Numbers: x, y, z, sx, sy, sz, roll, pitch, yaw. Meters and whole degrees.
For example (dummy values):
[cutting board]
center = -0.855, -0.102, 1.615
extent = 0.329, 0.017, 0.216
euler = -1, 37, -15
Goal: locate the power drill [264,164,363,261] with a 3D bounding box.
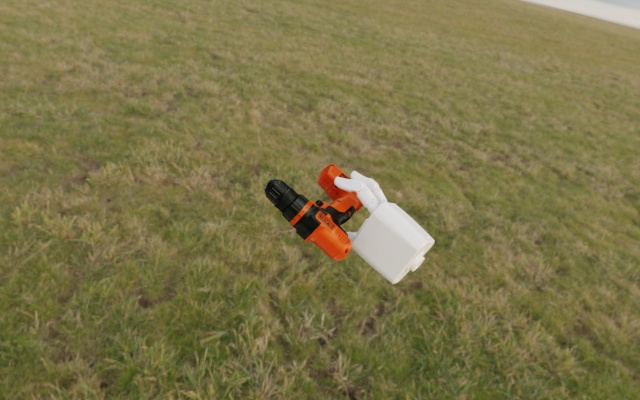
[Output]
[power drill]
center = 0.001, 0.003, 0.877
extent = 0.057, 0.184, 0.187
euler = -44, 4, 35
